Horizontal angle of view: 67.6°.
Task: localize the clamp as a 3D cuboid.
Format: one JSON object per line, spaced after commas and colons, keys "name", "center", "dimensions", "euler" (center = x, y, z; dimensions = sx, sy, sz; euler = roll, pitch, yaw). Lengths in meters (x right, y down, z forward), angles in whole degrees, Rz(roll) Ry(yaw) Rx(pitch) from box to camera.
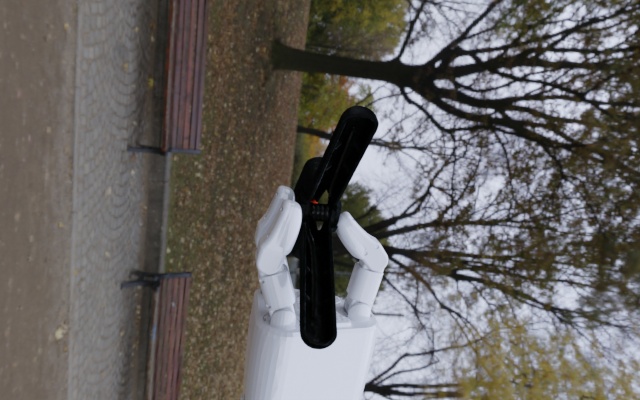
{"name": "clamp", "center": [0.001, 0.002, 0.401], "dimensions": [0.036, 0.164, 0.210], "euler": [11, 11, -11]}
